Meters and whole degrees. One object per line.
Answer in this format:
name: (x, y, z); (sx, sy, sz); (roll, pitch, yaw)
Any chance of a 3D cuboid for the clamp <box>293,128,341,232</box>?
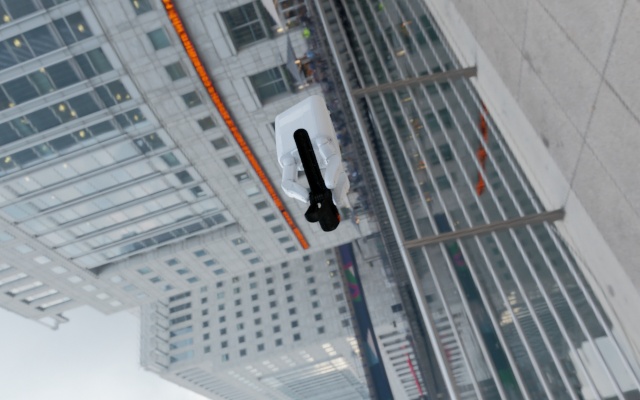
clamp: (-0.001, 0.003, 0.802); (0.036, 0.164, 0.210); (-13, -35, 9)
